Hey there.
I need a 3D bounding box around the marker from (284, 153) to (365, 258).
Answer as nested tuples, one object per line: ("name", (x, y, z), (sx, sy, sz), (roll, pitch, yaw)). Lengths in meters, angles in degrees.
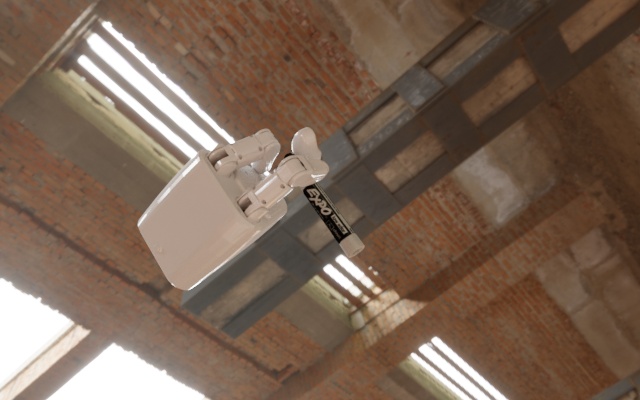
("marker", (0.000, 0.001, 0.460), (0.020, 0.121, 0.020), (-32, -18, -12))
